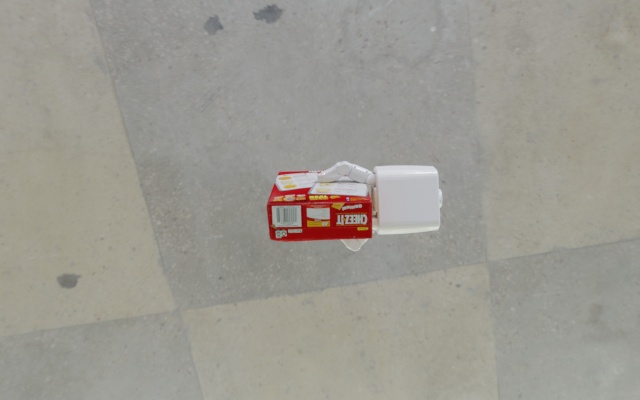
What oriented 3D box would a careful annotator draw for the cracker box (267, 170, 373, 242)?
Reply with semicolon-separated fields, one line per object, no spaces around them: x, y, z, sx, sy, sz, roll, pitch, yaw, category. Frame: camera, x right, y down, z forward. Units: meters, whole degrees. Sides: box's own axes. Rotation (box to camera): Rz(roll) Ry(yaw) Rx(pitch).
0.000;0.003;0.835;0.164;0.072;0.213;-2;17;1;cracker box
